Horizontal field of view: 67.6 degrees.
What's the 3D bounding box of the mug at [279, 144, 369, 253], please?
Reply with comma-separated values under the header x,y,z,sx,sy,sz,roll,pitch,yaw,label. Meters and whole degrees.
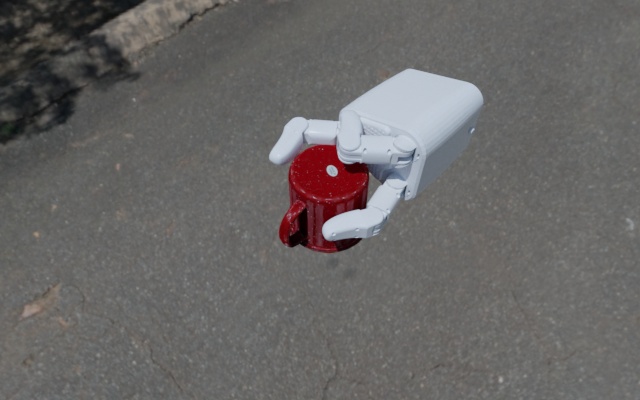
x,y,z,sx,sy,sz,roll,pitch,yaw,label
-0.001,0.002,0.498,0.093,0.082,0.117,37,60,26,mug
